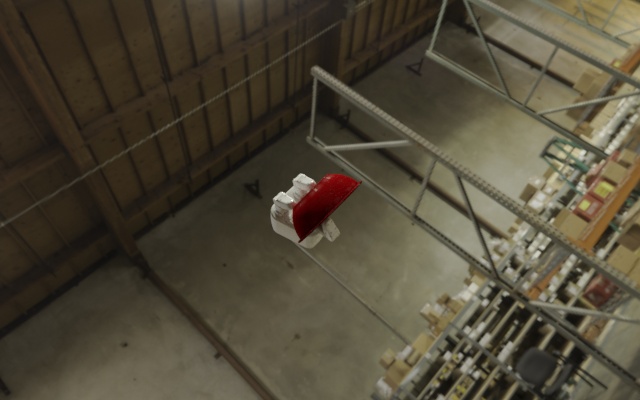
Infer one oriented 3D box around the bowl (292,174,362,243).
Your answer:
[{"bbox_3d":[0.000,0.002,0.867,0.162,0.055,0.162,-44,0,0],"label":"bowl"}]
